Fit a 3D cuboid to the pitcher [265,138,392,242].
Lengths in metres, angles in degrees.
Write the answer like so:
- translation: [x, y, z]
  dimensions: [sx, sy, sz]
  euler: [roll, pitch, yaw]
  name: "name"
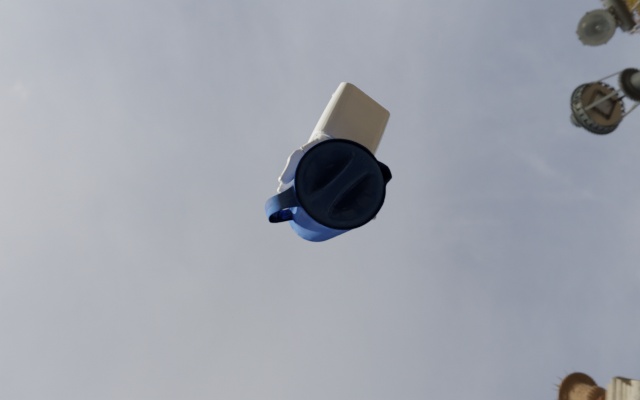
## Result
- translation: [0.000, 0.002, 0.776]
  dimensions: [0.149, 0.145, 0.243]
  euler: [27, -16, -3]
  name: "pitcher"
